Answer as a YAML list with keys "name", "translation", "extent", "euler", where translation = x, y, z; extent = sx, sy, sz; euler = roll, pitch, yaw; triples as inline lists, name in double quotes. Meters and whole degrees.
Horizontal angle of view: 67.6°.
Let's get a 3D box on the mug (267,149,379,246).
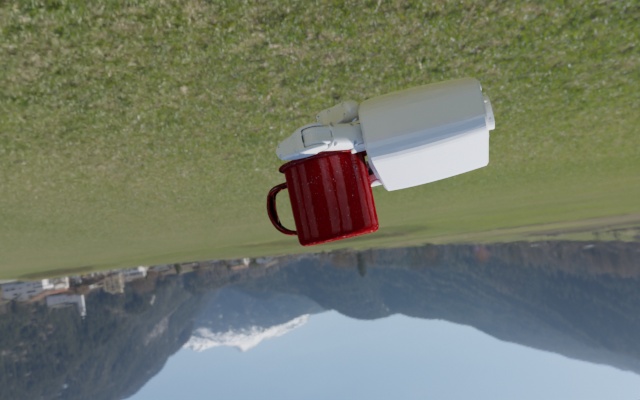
- name: "mug"
  translation: [-0.001, 0.002, 0.480]
  extent: [0.117, 0.081, 0.093]
  euler: [-13, -6, 16]
